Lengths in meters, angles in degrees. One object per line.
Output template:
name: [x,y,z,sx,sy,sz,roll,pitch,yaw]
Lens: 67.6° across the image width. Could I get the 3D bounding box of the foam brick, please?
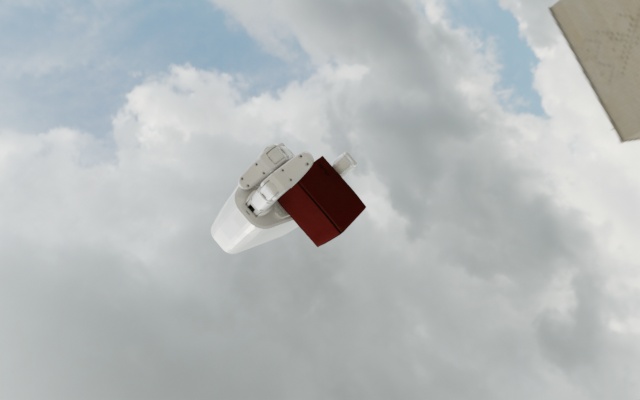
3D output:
foam brick: [0.000,0.002,0.525,0.053,0.078,0.051,-40,0,-40]
